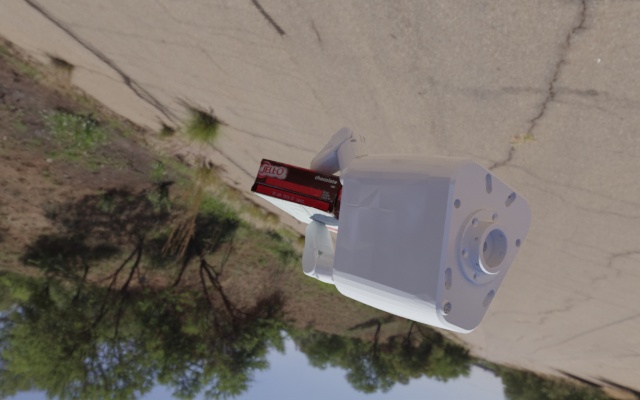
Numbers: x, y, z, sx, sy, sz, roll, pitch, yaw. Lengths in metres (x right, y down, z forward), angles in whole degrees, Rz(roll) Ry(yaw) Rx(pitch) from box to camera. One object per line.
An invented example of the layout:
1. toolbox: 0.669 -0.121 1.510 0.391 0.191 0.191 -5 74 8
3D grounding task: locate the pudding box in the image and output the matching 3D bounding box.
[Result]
1. pudding box: 0.000 0.002 0.464 0.090 0.039 0.113 16 -11 28
